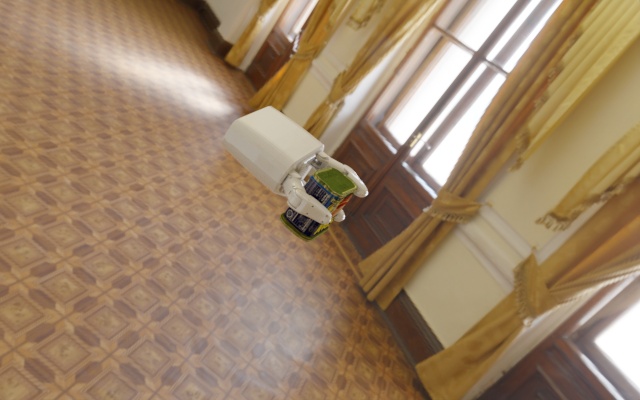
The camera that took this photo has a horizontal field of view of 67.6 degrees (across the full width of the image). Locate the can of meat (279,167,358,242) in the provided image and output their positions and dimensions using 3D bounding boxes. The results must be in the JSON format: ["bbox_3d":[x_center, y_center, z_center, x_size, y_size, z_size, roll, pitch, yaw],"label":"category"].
[{"bbox_3d":[0.000,0.002,0.676,0.057,0.084,0.102,40,20,10],"label":"can of meat"}]
